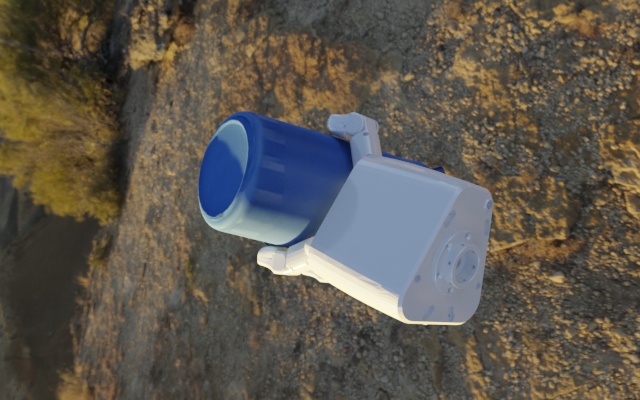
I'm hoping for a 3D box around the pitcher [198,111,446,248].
[{"bbox_3d":[0.000,0.002,0.493,0.243,0.149,0.145,14,5,-38],"label":"pitcher"}]
